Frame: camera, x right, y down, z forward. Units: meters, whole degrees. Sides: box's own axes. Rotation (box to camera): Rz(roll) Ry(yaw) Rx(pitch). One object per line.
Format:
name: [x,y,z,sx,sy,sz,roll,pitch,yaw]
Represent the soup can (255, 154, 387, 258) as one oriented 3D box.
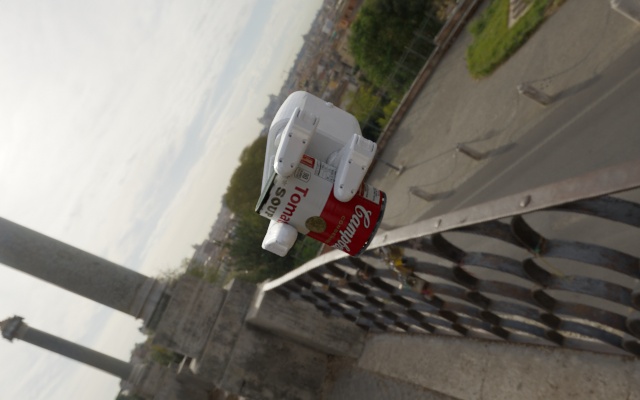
soup can: [0.000,0.002,0.438,0.102,0.068,0.068,25,-5,-10]
